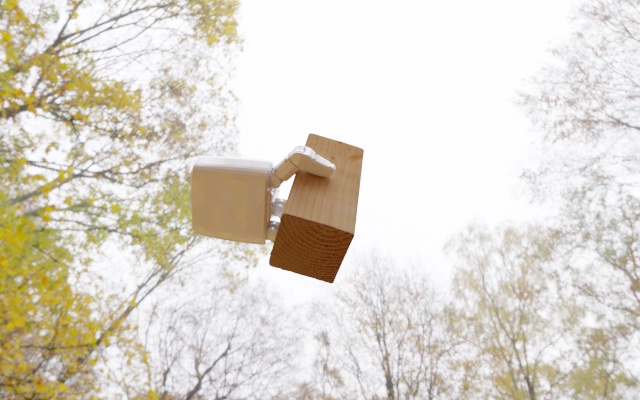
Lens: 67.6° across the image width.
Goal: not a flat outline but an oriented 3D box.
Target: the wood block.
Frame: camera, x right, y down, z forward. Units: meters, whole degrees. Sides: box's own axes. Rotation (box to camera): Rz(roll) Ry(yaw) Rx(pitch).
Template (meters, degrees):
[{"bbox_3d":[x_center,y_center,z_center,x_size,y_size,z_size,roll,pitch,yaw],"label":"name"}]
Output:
[{"bbox_3d":[0.000,0.002,0.659,0.090,0.091,0.206,17,36,-3],"label":"wood block"}]
